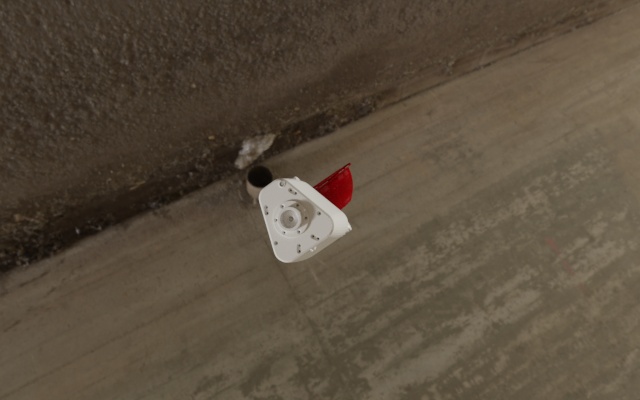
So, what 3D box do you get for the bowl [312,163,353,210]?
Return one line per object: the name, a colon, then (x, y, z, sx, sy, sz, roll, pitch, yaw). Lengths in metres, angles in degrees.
bowl: (0.001, 0.003, 0.823, 0.162, 0.055, 0.162, -35, 4, 3)
